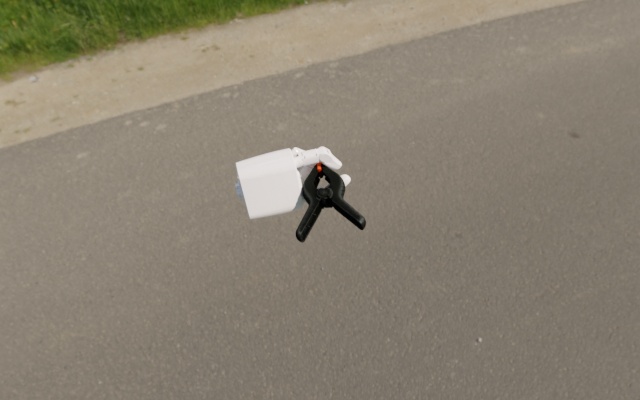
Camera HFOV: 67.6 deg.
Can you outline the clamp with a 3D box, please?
[{"bbox_3d":[0.000,0.002,0.853,0.120,0.039,0.171,-14,46,-7],"label":"clamp"}]
